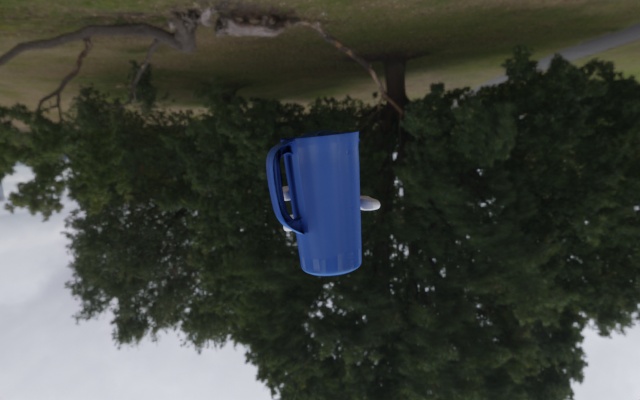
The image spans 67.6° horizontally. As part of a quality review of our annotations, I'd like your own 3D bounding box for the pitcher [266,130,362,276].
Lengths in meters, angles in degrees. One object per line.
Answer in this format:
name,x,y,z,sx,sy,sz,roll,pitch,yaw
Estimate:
pitcher,0.000,0.003,0.820,0.149,0.243,0.145,-4,9,7
